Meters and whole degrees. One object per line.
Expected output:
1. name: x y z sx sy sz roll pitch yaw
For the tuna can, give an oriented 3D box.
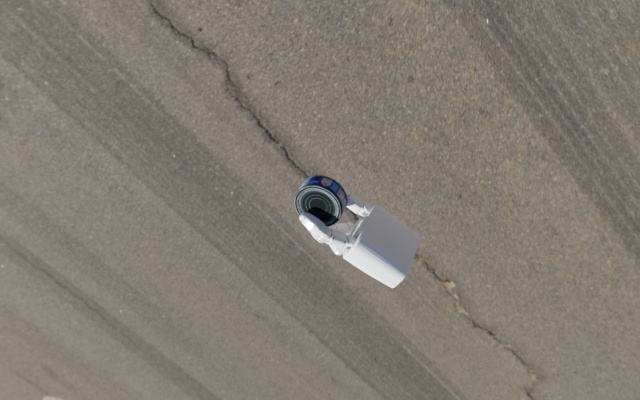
1. tuna can: 0.000 0.003 0.804 0.086 0.086 0.033 0 32 22
